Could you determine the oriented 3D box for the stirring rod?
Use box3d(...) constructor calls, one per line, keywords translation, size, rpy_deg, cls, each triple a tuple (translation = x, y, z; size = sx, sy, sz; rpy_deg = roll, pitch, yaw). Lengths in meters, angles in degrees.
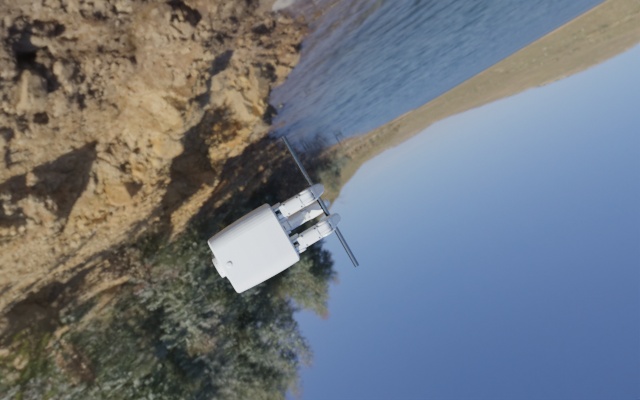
box3d(translation=(0.000, 0.002, 0.770), size=(0.011, 0.239, 0.011), rpy_deg=(-30, 4, 2), cls="stirring rod")
